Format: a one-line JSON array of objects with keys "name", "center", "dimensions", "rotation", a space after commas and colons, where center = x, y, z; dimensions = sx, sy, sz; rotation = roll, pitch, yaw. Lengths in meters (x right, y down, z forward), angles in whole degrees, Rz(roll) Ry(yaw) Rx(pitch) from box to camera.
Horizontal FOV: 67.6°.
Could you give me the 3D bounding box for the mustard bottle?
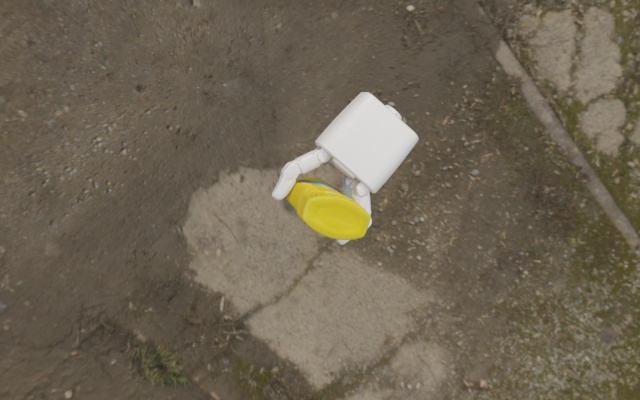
[{"name": "mustard bottle", "center": [0.000, 0.003, 0.714], "dimensions": [0.096, 0.058, 0.191], "rotation": [15, 9, -17]}]
